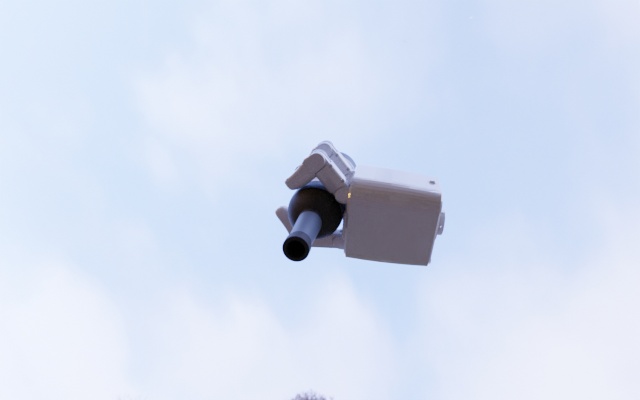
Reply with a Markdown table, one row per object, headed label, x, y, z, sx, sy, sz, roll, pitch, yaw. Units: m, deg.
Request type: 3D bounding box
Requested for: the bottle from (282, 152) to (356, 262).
| label | x | y | z | sx | sy | sz | roll | pitch | yaw |
| --- | --- | --- | --- | --- | --- | --- | --- | --- | --- |
| bottle | 0.000 | 0.002 | 0.603 | 0.069 | 0.069 | 0.295 | 0 | 18 | 10 |
